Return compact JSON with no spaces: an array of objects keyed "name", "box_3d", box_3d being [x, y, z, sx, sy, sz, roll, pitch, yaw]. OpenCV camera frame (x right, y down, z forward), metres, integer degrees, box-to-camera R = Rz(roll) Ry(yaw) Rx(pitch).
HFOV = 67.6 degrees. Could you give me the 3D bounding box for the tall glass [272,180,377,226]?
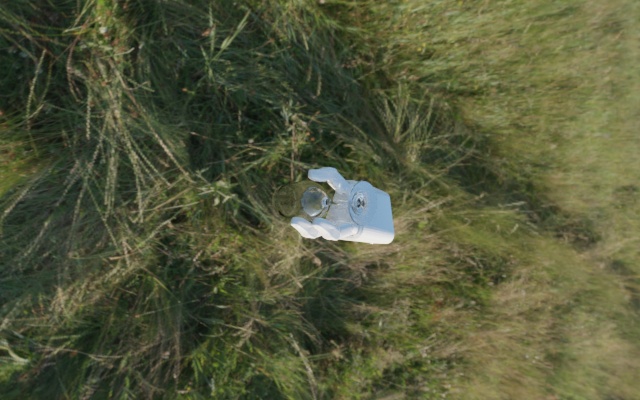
[{"name":"tall glass","box_3d":[0.001,0.003,0.854,0.201,0.079,0.079,2,1,45]}]
